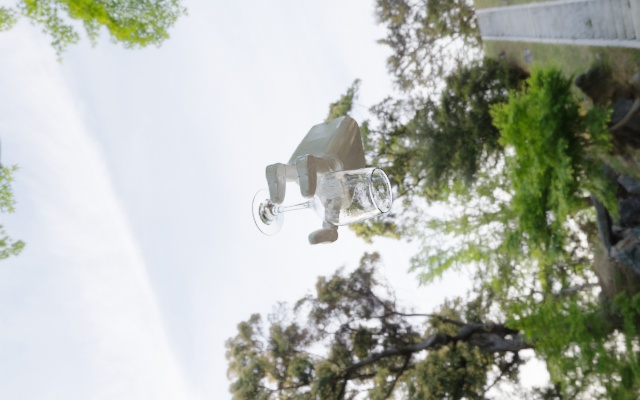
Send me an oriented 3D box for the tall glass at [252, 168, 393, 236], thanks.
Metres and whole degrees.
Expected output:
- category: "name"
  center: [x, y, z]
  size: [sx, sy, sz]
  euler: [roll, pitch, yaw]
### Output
- category: "tall glass"
  center: [0.000, 0.003, 0.686]
  size: [0.201, 0.079, 0.079]
  euler: [-11, -6, 34]
